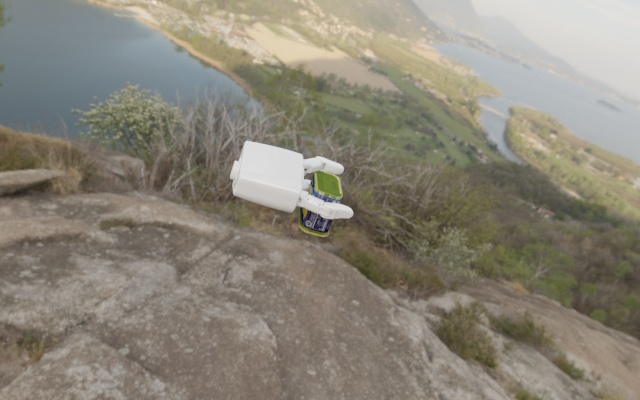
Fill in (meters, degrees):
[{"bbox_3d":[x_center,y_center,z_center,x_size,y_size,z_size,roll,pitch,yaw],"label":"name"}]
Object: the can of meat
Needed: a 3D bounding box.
[{"bbox_3d":[0.000,0.003,0.872,0.057,0.084,0.102,16,26,-11],"label":"can of meat"}]
